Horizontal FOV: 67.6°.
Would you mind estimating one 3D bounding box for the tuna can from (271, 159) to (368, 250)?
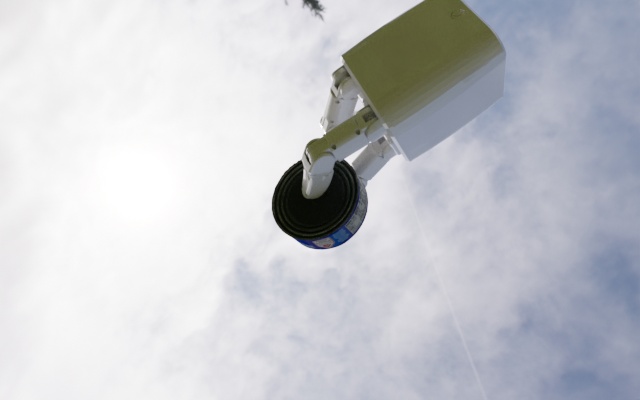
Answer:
[{"bbox_3d":[0.000,0.002,0.443,0.086,0.086,0.034,0,-23,25],"label":"tuna can"}]
